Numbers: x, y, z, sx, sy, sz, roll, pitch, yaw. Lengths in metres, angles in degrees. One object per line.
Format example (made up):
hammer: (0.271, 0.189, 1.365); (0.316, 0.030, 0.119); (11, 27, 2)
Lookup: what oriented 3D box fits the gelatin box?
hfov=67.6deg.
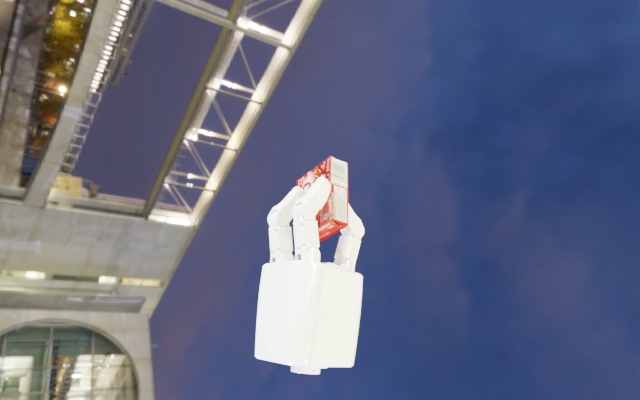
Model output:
gelatin box: (0.000, 0.002, 0.578); (0.030, 0.089, 0.073); (20, -34, -31)
